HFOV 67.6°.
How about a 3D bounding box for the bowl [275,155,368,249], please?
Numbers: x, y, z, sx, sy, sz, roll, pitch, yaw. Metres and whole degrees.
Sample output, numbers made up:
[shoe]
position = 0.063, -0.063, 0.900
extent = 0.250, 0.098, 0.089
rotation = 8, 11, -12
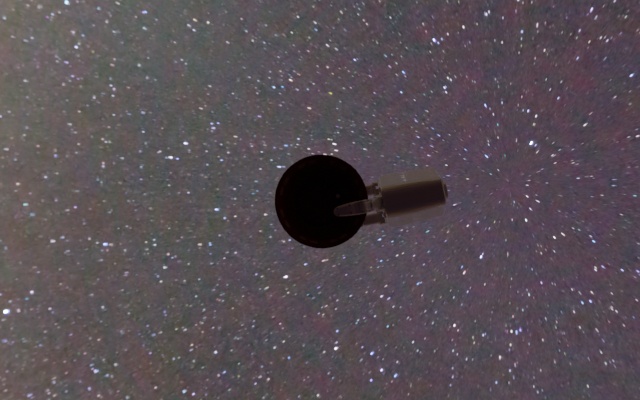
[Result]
[bowl]
position = -0.001, 0.003, 0.844
extent = 0.162, 0.162, 0.055
rotation = 0, -3, -6
